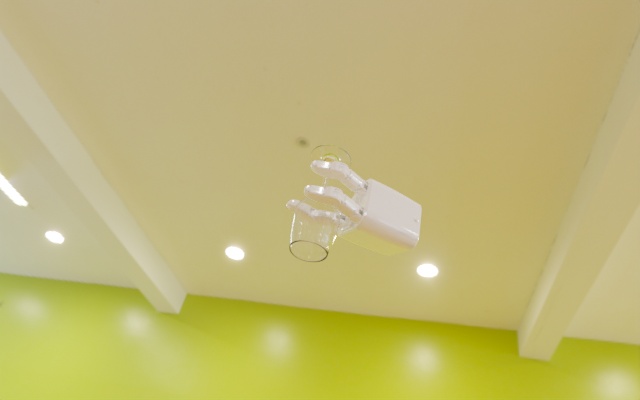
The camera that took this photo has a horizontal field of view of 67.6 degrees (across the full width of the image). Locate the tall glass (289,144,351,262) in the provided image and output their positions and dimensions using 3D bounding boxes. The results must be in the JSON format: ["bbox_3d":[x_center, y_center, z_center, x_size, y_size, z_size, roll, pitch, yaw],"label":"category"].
[{"bbox_3d":[0.000,0.002,0.800,0.079,0.201,0.079,9,-37,7],"label":"tall glass"}]
